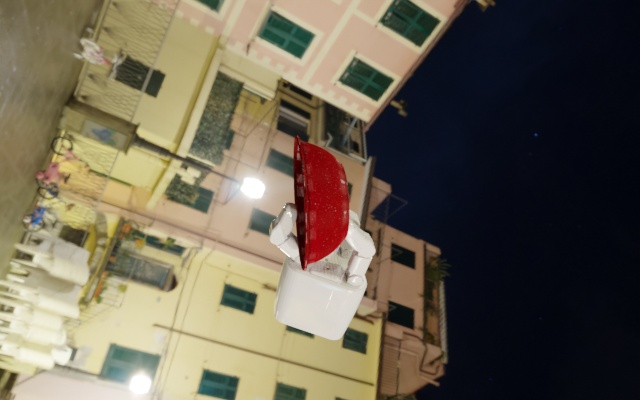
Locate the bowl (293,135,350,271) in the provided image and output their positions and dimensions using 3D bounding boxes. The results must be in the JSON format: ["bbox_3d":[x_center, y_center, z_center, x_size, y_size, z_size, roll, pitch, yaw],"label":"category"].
[{"bbox_3d":[0.001,0.001,0.574,0.055,0.162,0.162,-3,0,-6],"label":"bowl"}]
